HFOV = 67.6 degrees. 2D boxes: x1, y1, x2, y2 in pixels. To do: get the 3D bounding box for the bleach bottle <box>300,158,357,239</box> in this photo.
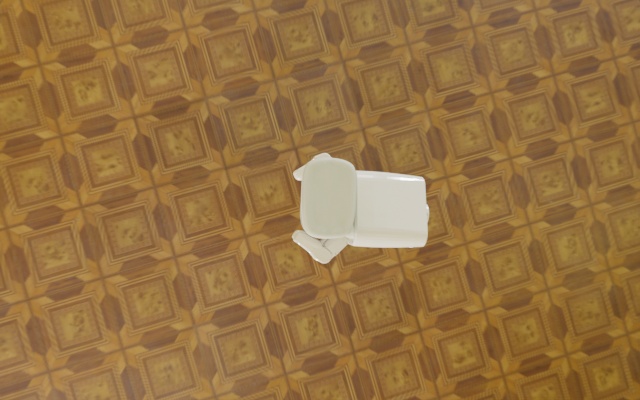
[{"bbox_3d":[0.000,0.002,0.700,0.068,0.102,0.251,2,-2,-5],"label":"bleach bottle"}]
